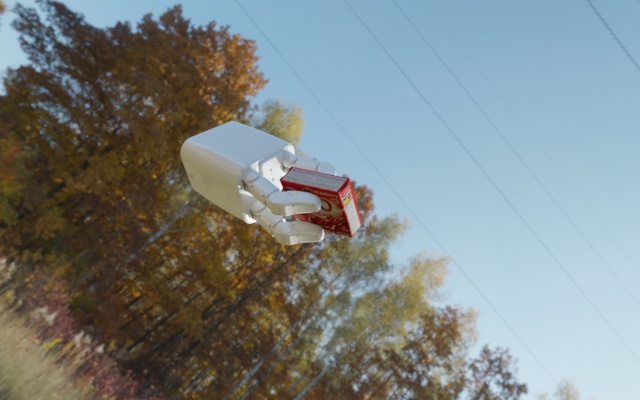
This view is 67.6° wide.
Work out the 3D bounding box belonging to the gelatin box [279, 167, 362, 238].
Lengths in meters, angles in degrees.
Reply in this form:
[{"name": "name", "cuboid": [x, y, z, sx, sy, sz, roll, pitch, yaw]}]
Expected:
[{"name": "gelatin box", "cuboid": [0.001, 0.002, 0.576, 0.089, 0.073, 0.030, 13, 48, 33]}]
